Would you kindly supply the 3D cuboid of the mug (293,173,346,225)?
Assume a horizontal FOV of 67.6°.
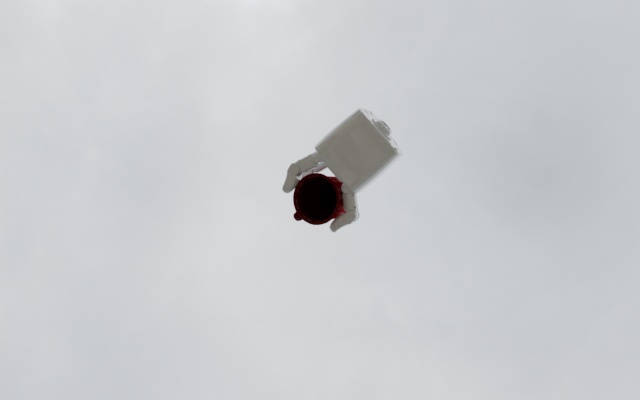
[{"bbox_3d":[-0.001,0.004,0.886,0.117,0.093,0.081,-39,-14,22],"label":"mug"}]
